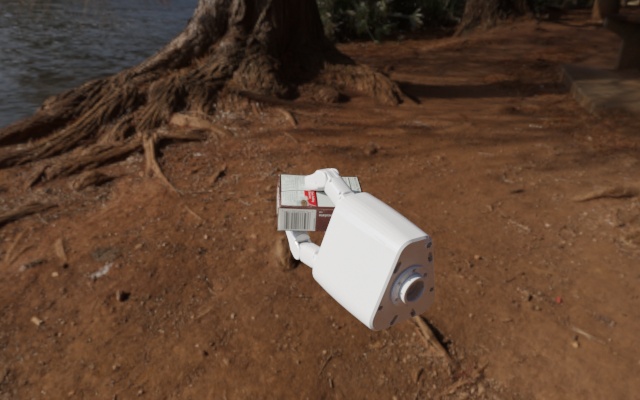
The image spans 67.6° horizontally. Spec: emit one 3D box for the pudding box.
[{"bbox_3d":[0.000,0.002,0.618,0.113,0.039,0.090,3,28,-6],"label":"pudding box"}]
